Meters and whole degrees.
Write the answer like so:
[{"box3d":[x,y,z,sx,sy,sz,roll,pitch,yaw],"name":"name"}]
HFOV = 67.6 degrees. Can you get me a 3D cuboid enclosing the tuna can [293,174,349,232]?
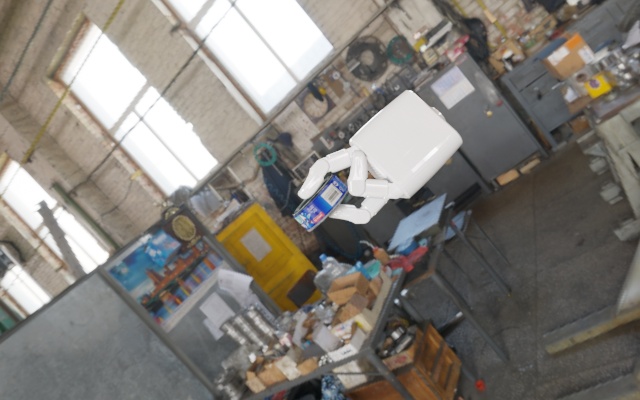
[{"box3d":[0.000,0.002,0.681,0.034,0.086,0.086,44,-6,-6],"name":"tuna can"}]
